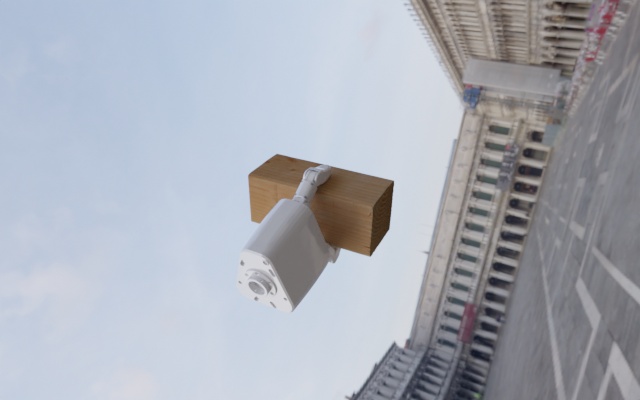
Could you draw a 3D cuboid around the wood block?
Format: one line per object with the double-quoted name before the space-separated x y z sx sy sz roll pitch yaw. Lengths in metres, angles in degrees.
"wood block" 0.000 0.002 0.742 0.206 0.091 0.090 15 33 22
